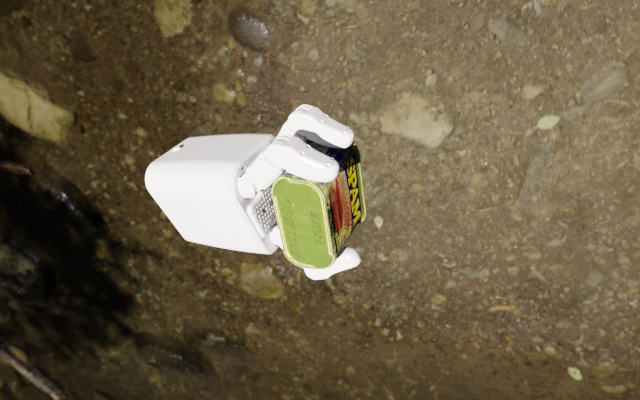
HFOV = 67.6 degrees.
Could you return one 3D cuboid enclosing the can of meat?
[{"bbox_3d":[0.000,0.002,0.447,0.057,0.102,0.084,6,34,24],"label":"can of meat"}]
